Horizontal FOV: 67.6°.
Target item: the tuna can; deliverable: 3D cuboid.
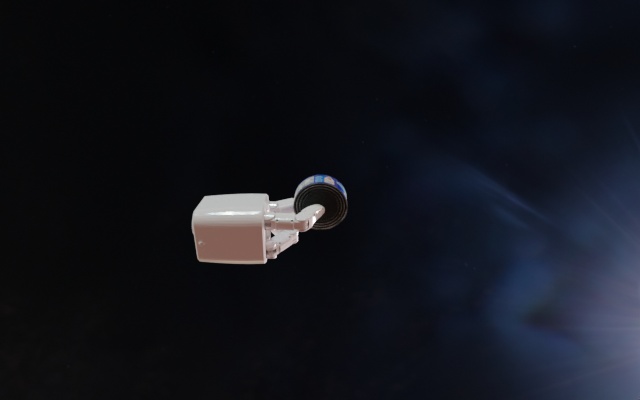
[{"bbox_3d":[0.000,0.002,0.765,0.086,0.086,0.033,0,30,1],"label":"tuna can"}]
